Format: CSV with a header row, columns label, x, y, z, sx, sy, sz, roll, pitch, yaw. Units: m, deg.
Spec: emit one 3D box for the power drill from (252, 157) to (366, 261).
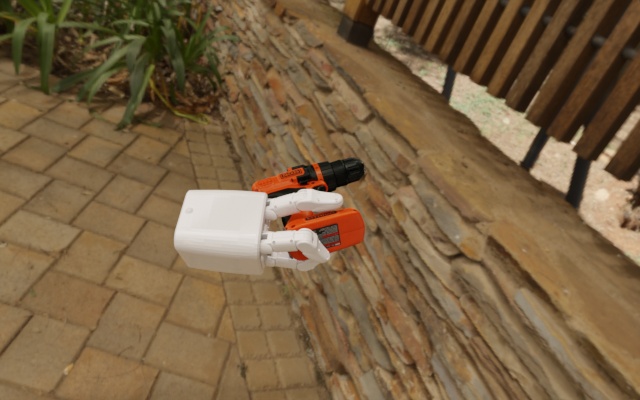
label,x,y,z,sx,sy,sz,roll,pitch,yaw
power drill,0.000,0.003,0.697,0.184,0.057,0.187,-17,30,-7
